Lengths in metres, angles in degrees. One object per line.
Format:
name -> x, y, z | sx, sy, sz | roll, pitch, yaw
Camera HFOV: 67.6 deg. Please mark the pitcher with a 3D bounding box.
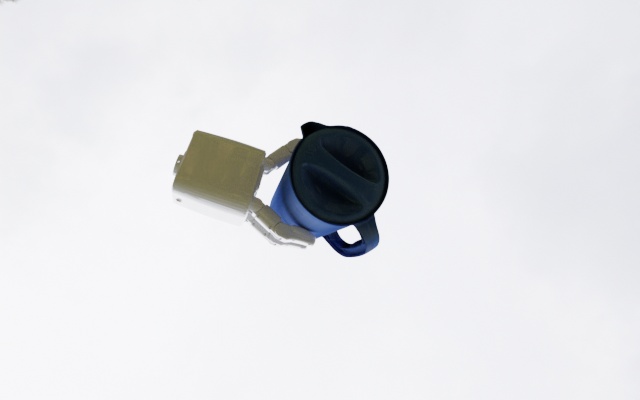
pitcher -> 0.000, 0.002, 0.706 | 0.145, 0.149, 0.243 | 17, -17, -11
